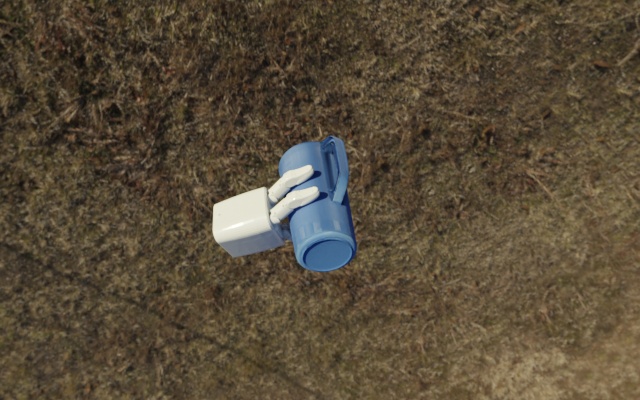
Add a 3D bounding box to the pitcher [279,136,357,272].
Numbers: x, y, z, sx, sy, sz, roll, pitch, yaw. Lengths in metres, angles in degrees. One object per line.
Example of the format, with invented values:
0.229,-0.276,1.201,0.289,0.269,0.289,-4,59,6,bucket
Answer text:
0.000,0.003,0.896,0.145,0.242,0.149,-16,-45,5,pitcher
